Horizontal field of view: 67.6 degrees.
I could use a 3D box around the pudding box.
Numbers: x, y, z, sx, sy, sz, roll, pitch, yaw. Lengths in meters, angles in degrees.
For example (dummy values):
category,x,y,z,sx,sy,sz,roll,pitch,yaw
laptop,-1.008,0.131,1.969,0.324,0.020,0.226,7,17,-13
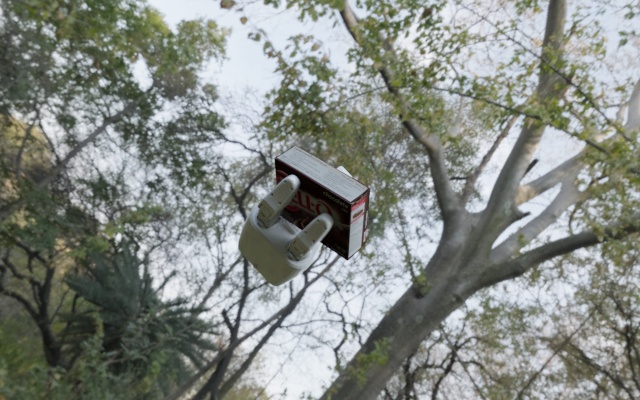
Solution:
category,x,y,z,sx,sy,sz,roll,pitch,yaw
pudding box,0.000,0.002,0.535,0.113,0.090,0.039,30,52,27
